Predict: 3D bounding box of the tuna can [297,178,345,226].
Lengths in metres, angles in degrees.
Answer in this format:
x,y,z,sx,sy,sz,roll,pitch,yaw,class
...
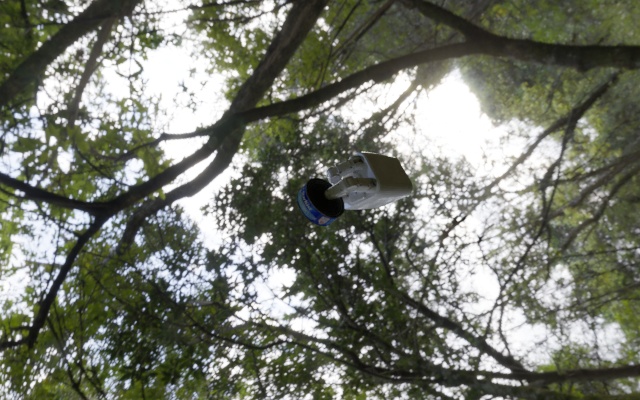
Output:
x,y,z,sx,sy,sz,roll,pitch,yaw,class
0.000,0.003,0.865,0.086,0.086,0.034,0,-33,-44,tuna can
